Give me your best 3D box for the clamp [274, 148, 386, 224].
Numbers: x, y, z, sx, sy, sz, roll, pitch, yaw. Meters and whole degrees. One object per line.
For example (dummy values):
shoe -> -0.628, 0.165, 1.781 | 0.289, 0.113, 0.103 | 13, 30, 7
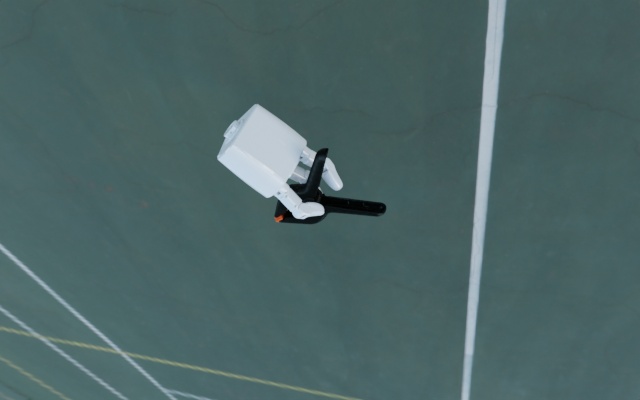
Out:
clamp -> -0.001, 0.003, 0.841 | 0.164, 0.036, 0.210 | 38, -42, -21
